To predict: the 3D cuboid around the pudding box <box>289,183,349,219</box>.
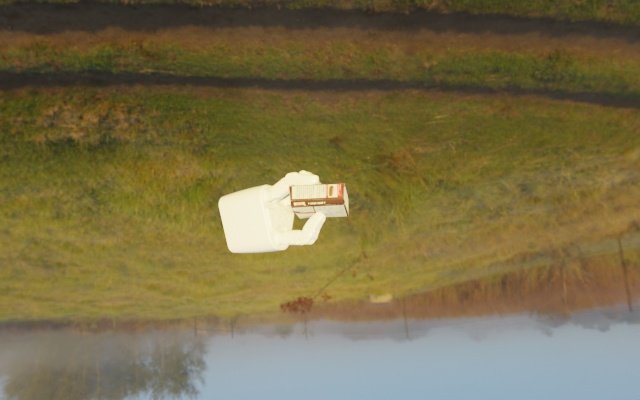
[{"bbox_3d":[0.000,0.003,0.796,0.090,0.039,0.113,-4,-11,5],"label":"pudding box"}]
